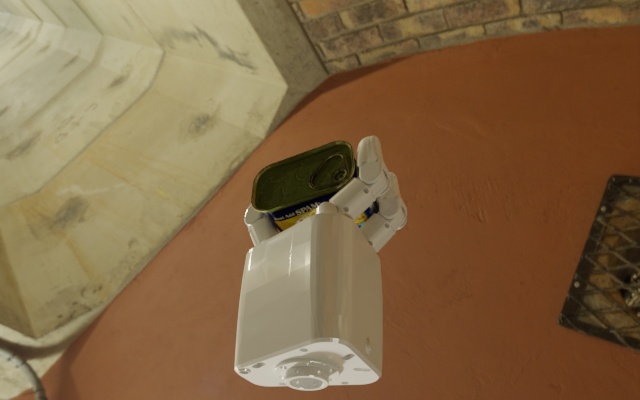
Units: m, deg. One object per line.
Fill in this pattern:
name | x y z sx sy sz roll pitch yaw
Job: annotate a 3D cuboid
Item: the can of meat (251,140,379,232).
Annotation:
can of meat | 0.000 0.002 0.454 0.102 0.057 0.084 -18 -44 18
